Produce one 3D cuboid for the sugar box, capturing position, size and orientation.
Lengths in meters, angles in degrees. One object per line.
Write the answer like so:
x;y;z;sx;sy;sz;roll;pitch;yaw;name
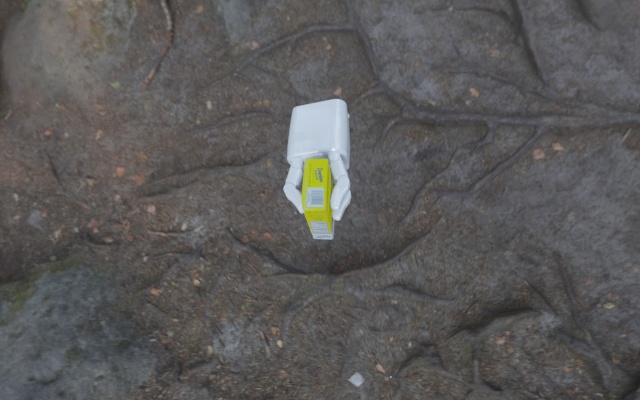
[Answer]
0.001;0.003;0.859;0.048;0.093;0.176;1;-20;9;sugar box
